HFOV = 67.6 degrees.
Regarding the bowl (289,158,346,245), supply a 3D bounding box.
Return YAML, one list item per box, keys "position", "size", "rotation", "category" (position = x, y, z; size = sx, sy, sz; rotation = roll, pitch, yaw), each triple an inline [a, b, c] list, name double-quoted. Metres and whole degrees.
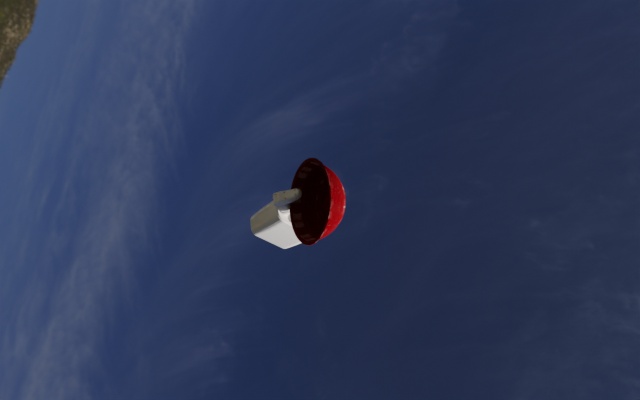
- position: [0.001, 0.003, 0.889]
  size: [0.055, 0.162, 0.162]
  rotation: [3, -2, -29]
  category: "bowl"
